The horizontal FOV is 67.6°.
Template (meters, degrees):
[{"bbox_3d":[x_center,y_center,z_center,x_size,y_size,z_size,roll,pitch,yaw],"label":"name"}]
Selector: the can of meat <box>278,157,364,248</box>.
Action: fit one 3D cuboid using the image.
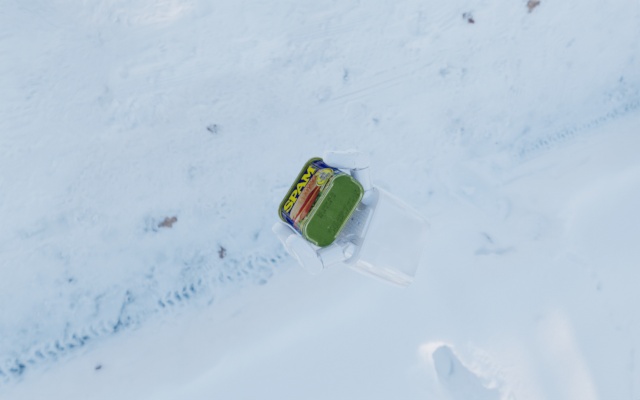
[{"bbox_3d":[0.000,0.002,0.619,0.057,0.102,0.084,31,2,-30],"label":"can of meat"}]
